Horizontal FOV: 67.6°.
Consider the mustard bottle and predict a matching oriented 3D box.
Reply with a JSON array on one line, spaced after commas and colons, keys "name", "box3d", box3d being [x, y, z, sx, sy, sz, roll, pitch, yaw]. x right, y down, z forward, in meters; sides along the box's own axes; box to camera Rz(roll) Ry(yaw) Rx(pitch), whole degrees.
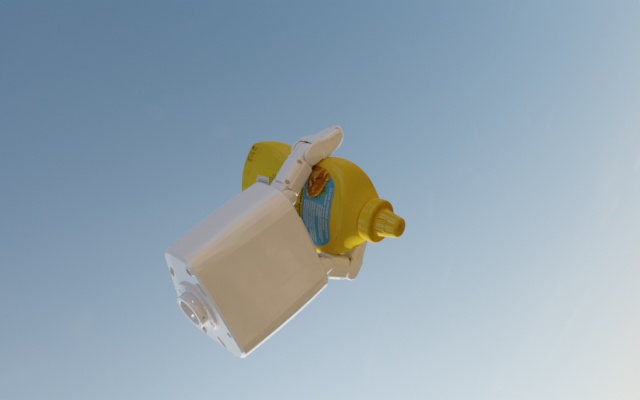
[{"name": "mustard bottle", "box3d": [0.000, 0.001, 0.481, 0.191, 0.096, 0.058, 18, 19, 40]}]
